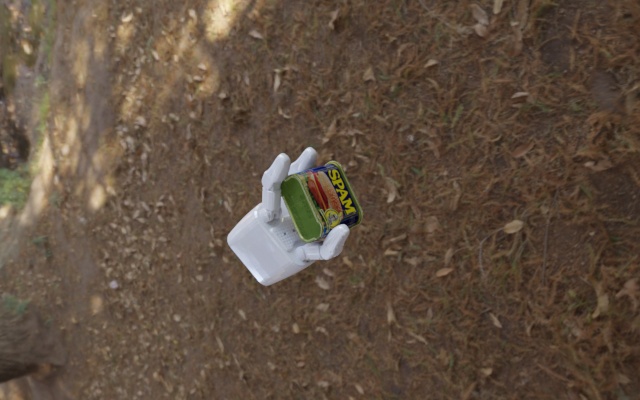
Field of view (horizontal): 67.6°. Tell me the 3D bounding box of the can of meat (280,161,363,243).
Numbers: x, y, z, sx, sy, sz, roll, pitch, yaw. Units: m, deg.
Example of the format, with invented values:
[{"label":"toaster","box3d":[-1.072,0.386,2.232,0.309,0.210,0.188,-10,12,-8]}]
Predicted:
[{"label":"can of meat","box3d":[0.000,0.002,0.674,0.084,0.102,0.057,-18,-9,-43]}]
